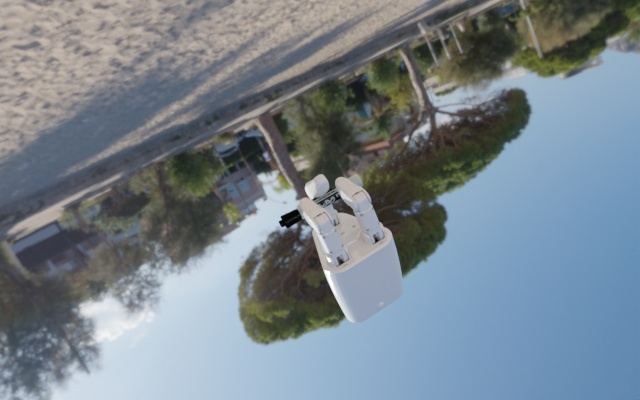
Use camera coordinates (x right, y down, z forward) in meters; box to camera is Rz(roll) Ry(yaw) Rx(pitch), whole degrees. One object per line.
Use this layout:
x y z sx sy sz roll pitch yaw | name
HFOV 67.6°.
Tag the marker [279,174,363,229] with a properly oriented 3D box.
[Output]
0.000 0.002 0.621 0.121 0.020 0.020 -29 7 -13 | marker
